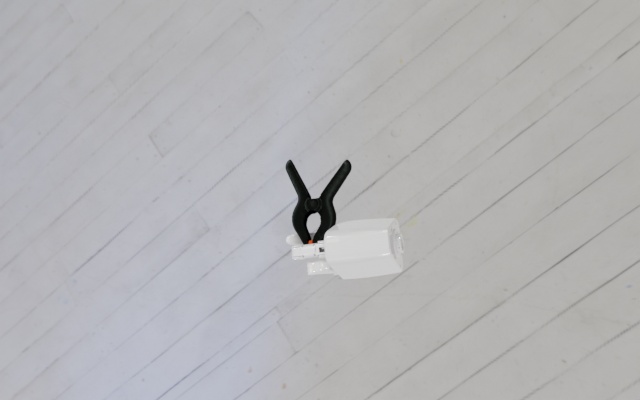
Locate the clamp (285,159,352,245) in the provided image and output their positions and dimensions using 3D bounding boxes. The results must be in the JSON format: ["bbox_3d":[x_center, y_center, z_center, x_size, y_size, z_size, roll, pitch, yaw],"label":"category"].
[{"bbox_3d":[0.000,0.003,0.837,0.120,0.171,0.039,-9,-11,19],"label":"clamp"}]
